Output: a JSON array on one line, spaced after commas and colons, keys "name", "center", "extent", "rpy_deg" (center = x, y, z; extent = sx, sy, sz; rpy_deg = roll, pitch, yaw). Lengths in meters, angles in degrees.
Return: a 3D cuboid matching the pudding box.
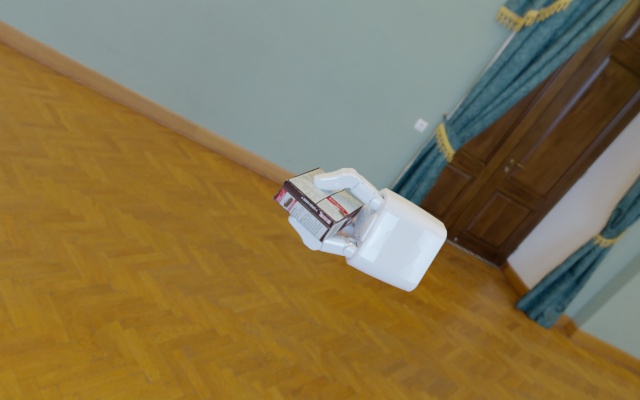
[{"name": "pudding box", "center": [0.000, 0.002, 0.658], "extent": [0.090, 0.039, 0.113], "rpy_deg": [41, 23, 11]}]
